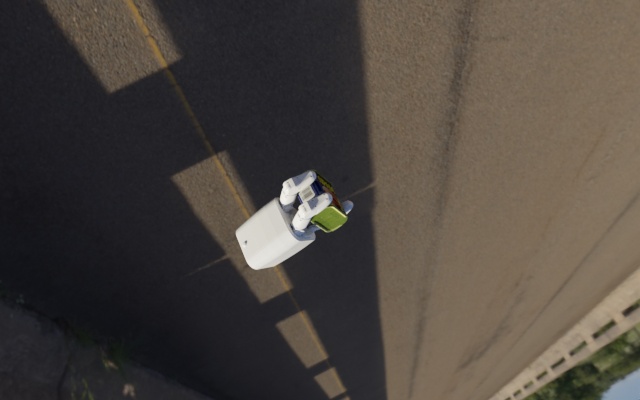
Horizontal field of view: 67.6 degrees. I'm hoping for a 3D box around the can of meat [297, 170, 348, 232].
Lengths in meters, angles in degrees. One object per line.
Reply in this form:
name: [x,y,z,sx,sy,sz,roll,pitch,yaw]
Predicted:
can of meat: [0.000,0.003,0.881,0.057,0.084,0.102,-34,-30,12]
